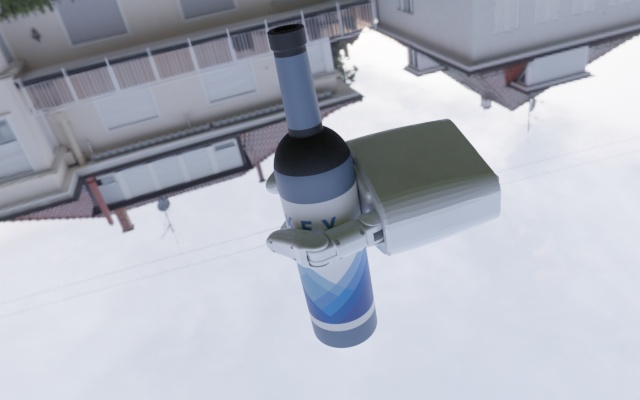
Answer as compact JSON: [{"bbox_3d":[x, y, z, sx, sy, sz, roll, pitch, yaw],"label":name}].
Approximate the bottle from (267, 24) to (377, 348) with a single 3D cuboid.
[{"bbox_3d":[0.000,0.002,0.416,0.069,0.296,0.069,-9,30,5],"label":"bottle"}]
